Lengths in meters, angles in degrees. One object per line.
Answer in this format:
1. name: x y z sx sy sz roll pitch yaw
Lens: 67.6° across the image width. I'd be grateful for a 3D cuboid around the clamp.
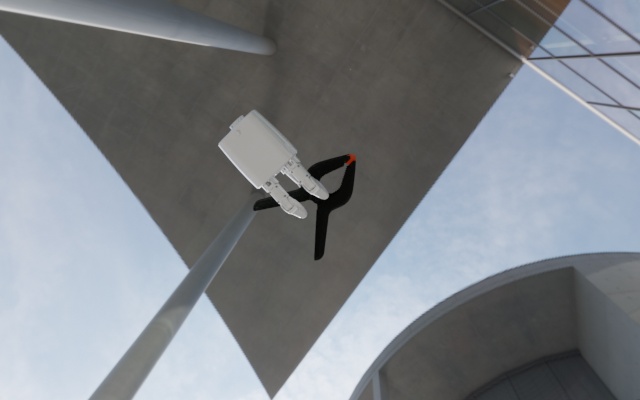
1. clamp: 0.000 0.002 0.894 0.210 0.164 0.036 -42 9 13
